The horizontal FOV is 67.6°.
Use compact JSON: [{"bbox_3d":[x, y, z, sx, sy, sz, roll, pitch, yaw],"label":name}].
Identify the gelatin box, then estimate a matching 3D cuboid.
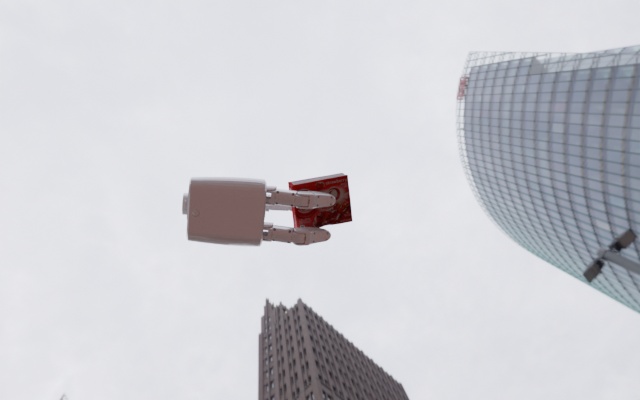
[{"bbox_3d":[0.000,0.002,0.717,0.089,0.073,0.030,-10,15,-13],"label":"gelatin box"}]
